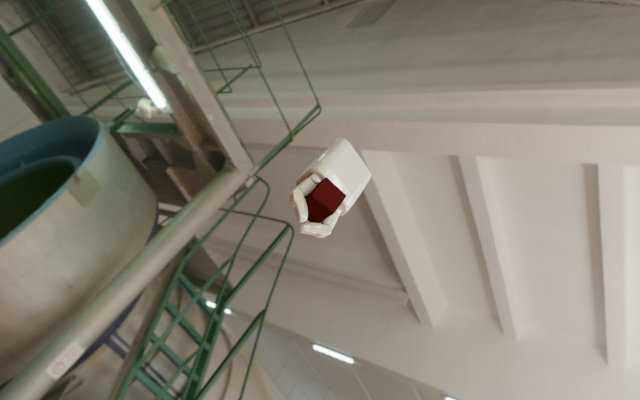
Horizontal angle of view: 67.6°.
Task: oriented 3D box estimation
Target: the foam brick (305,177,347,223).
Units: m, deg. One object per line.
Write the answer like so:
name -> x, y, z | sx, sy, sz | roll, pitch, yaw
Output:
foam brick -> 0.000, 0.003, 0.871 | 0.051, 0.053, 0.078 | -51, 8, -31
